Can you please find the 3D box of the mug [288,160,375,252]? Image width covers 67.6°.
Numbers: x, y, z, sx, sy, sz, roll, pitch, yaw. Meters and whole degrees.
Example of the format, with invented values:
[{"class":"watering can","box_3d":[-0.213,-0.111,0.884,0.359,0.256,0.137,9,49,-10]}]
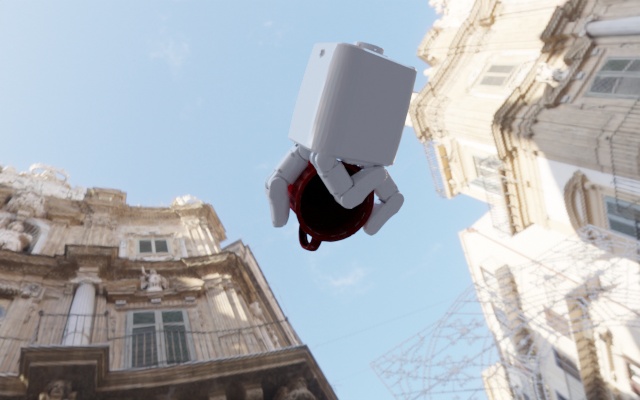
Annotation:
[{"class":"mug","box_3d":[0.000,0.003,0.556,0.093,0.117,0.081,11,13,-24]}]
